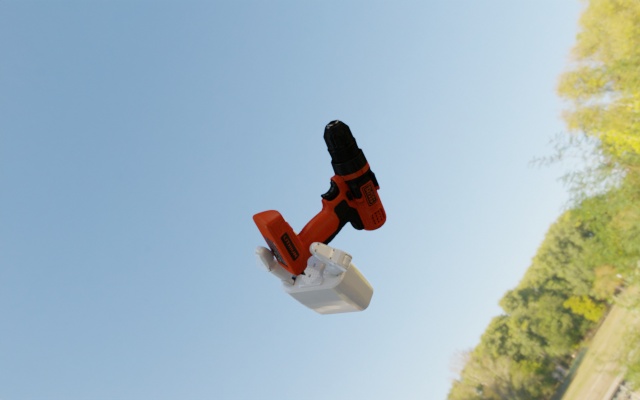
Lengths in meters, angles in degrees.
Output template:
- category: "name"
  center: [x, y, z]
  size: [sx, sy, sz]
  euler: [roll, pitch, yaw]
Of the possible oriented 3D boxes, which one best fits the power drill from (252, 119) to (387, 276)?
- category: "power drill"
  center: [0.000, 0.003, 0.682]
  size: [0.187, 0.184, 0.057]
  euler: [-35, 26, -18]
